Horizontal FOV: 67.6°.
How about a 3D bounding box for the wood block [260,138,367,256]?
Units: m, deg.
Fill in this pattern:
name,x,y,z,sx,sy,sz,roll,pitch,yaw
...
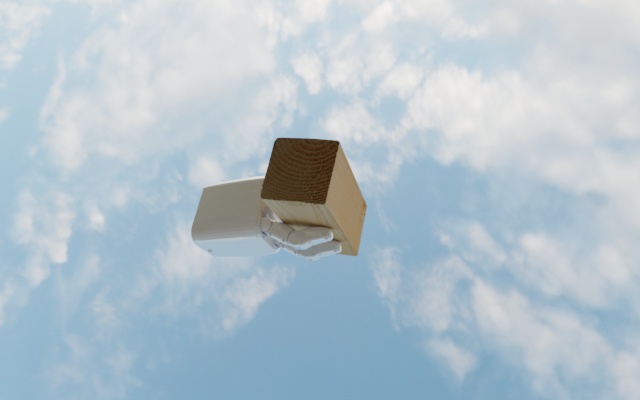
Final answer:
name,x,y,z,sx,sy,sz,roll,pitch,yaw
wood block,0.000,0.002,0.684,0.090,0.090,0.206,5,-22,18
